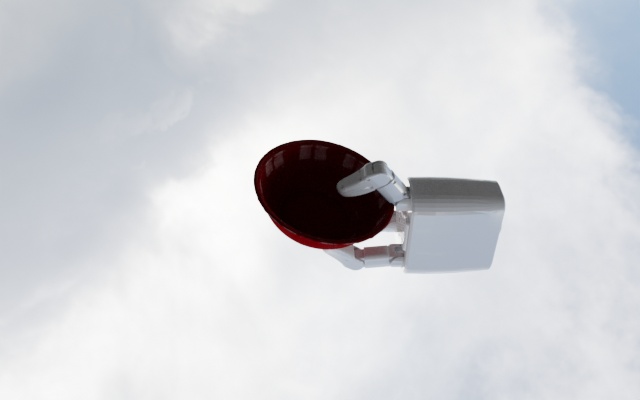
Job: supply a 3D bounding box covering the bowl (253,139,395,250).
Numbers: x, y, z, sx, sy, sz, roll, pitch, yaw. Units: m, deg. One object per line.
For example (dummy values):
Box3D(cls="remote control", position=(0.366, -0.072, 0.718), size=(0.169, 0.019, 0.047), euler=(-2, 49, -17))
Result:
Box3D(cls="bowl", position=(-0.001, 0.002, 0.550), size=(0.162, 0.162, 0.055), euler=(0, -42, -18))
